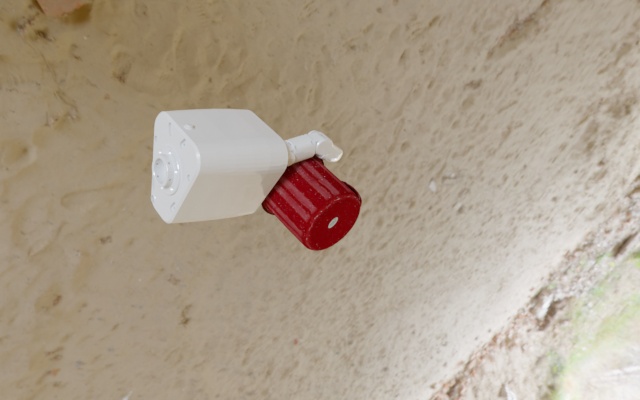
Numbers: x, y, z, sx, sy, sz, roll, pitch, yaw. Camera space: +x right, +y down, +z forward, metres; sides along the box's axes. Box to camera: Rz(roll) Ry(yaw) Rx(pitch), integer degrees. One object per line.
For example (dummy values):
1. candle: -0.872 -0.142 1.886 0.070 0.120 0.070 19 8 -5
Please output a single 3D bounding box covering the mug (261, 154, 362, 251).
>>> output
1. mug: 0.001 0.002 0.559 0.117 0.093 0.081 -10 43 -42
